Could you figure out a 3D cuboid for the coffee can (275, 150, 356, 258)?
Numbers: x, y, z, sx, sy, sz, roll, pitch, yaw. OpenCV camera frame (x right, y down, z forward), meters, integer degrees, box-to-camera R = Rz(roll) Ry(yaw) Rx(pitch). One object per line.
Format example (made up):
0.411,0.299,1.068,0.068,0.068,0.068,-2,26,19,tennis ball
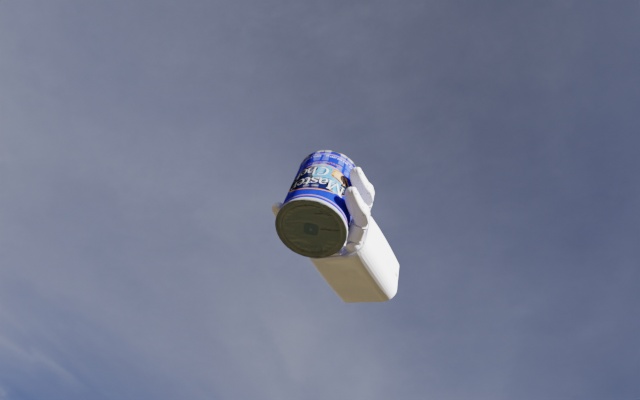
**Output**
0.000,0.002,0.715,0.103,0.103,0.140,0,34,14,coffee can
